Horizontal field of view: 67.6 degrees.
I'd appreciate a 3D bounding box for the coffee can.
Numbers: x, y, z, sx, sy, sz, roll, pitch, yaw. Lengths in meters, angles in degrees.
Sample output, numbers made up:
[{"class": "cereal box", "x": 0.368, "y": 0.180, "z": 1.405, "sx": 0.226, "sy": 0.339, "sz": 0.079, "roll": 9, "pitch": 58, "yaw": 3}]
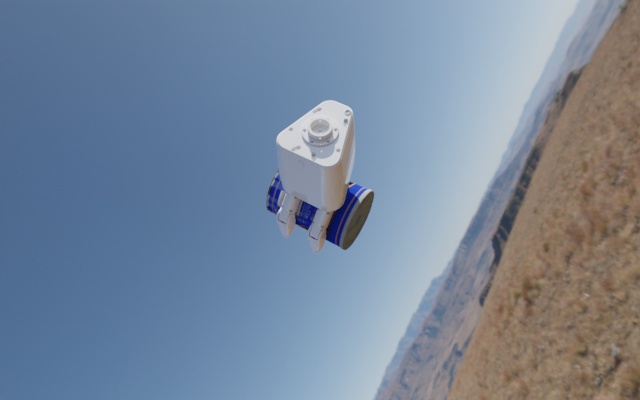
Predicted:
[{"class": "coffee can", "x": 0.000, "y": 0.003, "z": 0.761, "sx": 0.140, "sy": 0.103, "sz": 0.103, "roll": 26, "pitch": 8, "yaw": 17}]
